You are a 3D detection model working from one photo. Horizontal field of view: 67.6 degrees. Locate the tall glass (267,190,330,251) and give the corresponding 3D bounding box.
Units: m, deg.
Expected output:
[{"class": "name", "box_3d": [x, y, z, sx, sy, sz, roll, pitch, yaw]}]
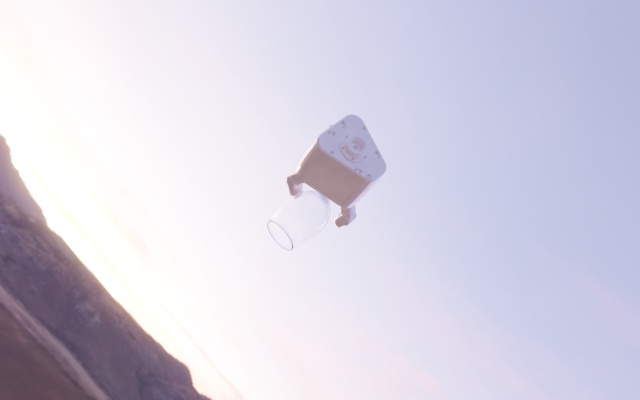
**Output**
[{"class": "tall glass", "box_3d": [0.001, 0.002, 0.835, 0.201, 0.079, 0.079, -40, 21, -27]}]
